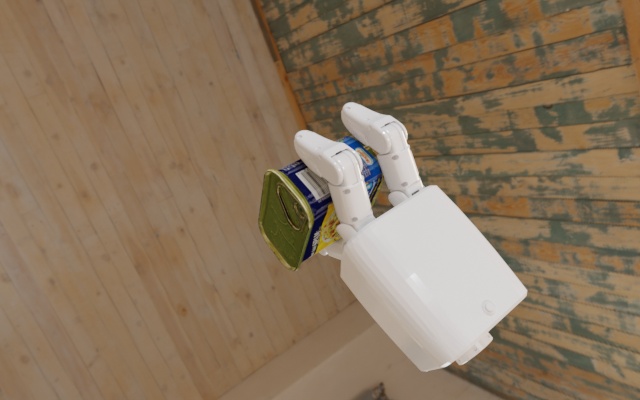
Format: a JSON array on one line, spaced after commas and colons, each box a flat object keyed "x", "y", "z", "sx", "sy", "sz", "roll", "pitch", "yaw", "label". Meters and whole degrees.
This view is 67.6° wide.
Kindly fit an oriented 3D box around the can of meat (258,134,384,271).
[{"x": 0.000, "y": 0.001, "z": 0.402, "sx": 0.084, "sy": 0.057, "sz": 0.102, "roll": -29, "pitch": -24, "yaw": -28, "label": "can of meat"}]
